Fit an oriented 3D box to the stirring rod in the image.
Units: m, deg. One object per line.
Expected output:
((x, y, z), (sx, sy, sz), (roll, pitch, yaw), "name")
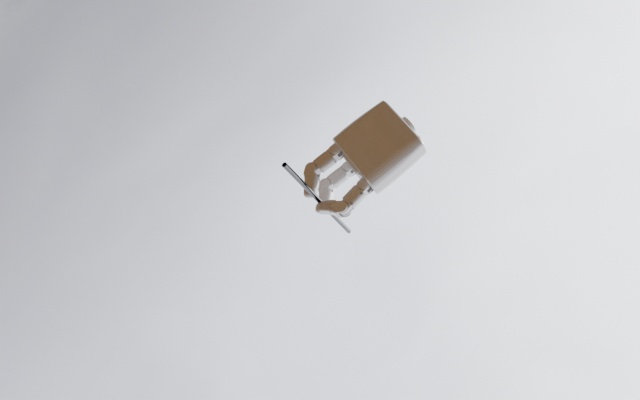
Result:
((0.000, 0.003, 0.776), (0.011, 0.011, 0.240), (0, -27, 29), "stirring rod")
